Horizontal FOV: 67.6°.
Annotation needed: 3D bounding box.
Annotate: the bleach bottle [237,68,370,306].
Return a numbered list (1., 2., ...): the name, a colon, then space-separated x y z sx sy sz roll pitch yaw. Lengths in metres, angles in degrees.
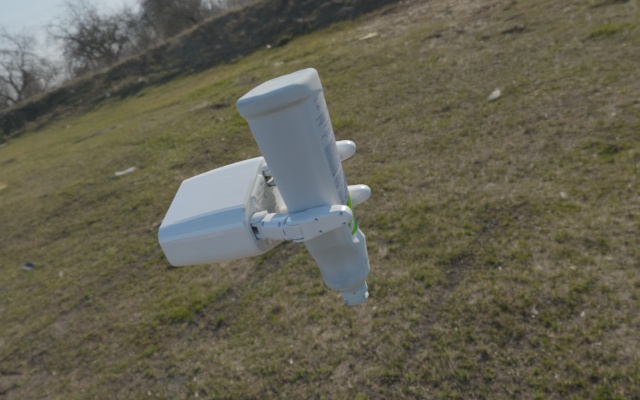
1. bleach bottle: 0.000 0.001 0.483 0.068 0.251 0.102 -12 21 17
